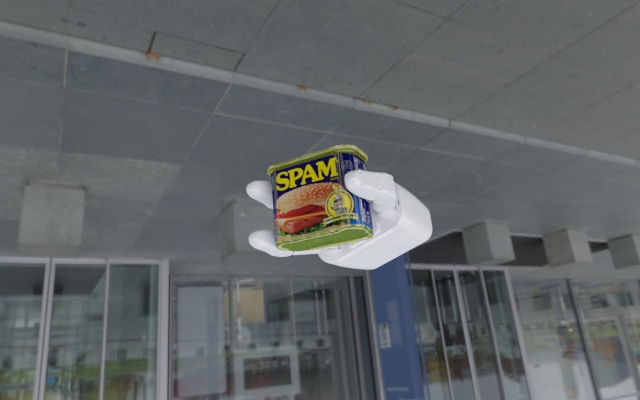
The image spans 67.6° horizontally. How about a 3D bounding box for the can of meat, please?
[{"bbox_3d":[0.000,0.002,0.478,0.102,0.084,0.057,-14,-20,24],"label":"can of meat"}]
